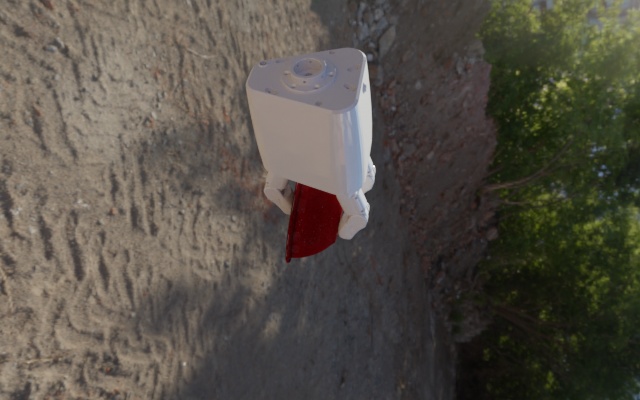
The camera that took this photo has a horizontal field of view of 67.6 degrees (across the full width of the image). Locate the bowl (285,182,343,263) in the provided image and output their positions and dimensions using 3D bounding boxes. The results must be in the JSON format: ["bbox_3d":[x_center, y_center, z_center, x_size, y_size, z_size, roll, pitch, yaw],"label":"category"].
[{"bbox_3d":[0.000,0.003,0.586,0.055,0.162,0.162,11,0,2],"label":"bowl"}]
